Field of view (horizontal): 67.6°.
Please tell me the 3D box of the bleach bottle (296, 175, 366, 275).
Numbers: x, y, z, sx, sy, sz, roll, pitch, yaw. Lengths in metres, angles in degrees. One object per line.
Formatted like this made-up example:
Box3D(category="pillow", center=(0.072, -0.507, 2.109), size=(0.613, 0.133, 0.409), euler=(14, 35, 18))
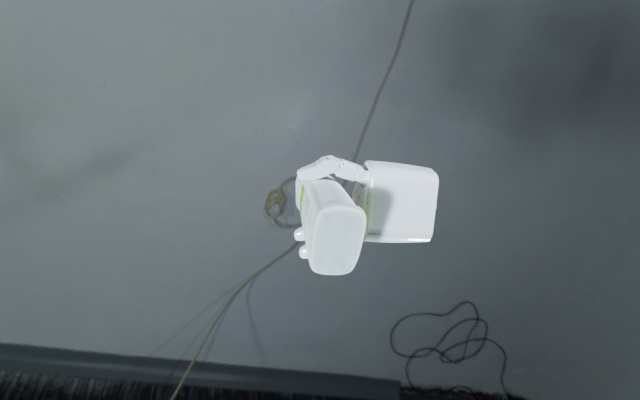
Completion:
Box3D(category="bleach bottle", center=(0.000, 0.002, 0.700), size=(0.068, 0.103, 0.250), euler=(4, 24, -12))
